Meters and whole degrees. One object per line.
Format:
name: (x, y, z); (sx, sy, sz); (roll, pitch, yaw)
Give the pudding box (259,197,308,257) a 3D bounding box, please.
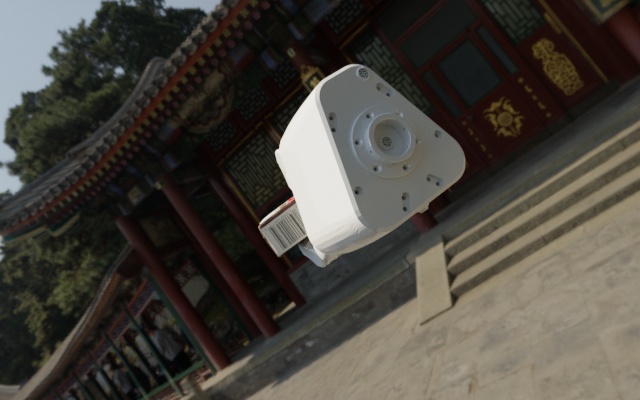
pudding box: (0.000, 0.001, 0.471); (0.113, 0.039, 0.090); (-35, 1, 9)
